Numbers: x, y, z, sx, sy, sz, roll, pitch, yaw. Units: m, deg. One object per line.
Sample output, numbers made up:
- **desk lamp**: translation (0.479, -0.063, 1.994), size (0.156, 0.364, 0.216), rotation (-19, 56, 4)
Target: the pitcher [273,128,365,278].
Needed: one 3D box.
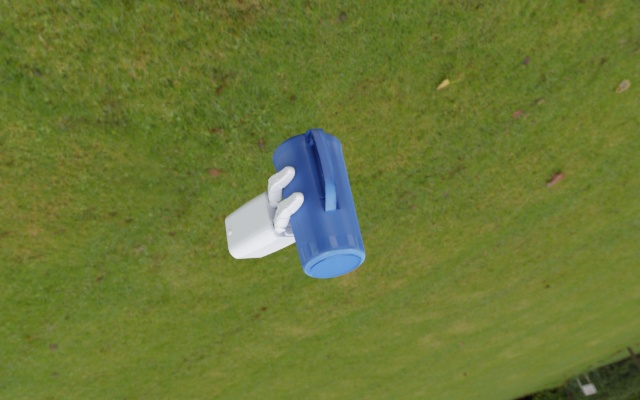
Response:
- **pitcher**: translation (0.000, 0.003, 0.843), size (0.145, 0.242, 0.149), rotation (-29, -32, 24)
